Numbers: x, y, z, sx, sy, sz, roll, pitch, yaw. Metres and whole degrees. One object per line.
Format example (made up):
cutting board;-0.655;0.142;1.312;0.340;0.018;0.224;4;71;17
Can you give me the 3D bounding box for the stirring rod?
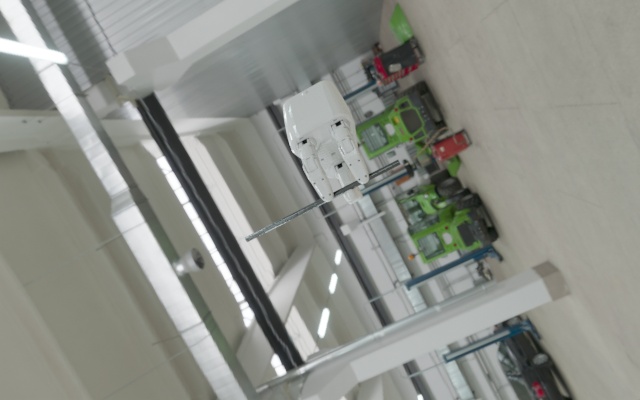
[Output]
stirring rod;0.000;0.002;0.660;0.239;0.011;0.011;-27;-5;10
